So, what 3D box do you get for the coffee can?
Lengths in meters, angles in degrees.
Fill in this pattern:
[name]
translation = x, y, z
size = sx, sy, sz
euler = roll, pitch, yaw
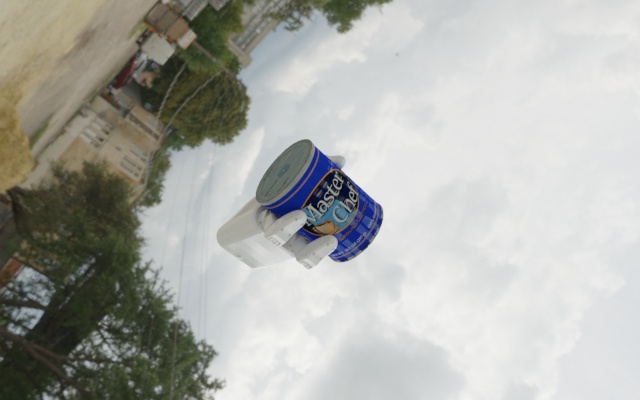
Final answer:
[coffee can]
translation = 0.000, 0.002, 0.632
size = 0.140, 0.102, 0.103
euler = 40, -20, -25
